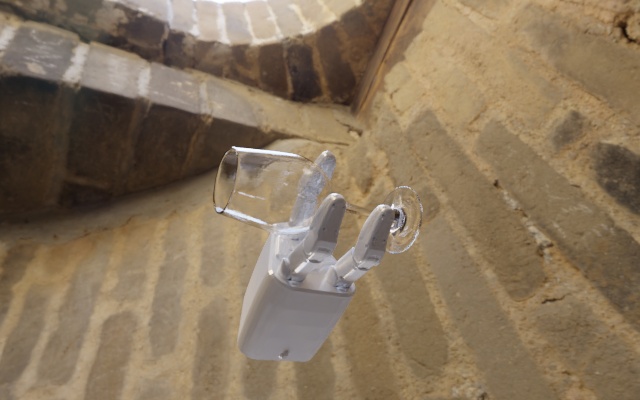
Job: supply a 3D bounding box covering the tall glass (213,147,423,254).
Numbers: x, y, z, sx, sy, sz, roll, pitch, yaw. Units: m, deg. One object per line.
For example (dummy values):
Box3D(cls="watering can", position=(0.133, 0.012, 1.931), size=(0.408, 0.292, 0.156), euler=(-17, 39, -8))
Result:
Box3D(cls="tall glass", position=(0.001, 0.002, 0.473), size=(0.201, 0.079, 0.079), euler=(13, -6, -28))
